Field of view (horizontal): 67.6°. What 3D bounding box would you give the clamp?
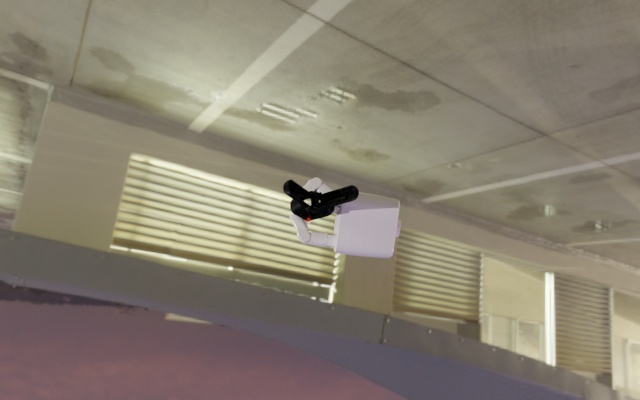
[{"bbox_3d":[0.000,0.003,0.819,0.120,0.039,0.171,8,-14,1],"label":"clamp"}]
